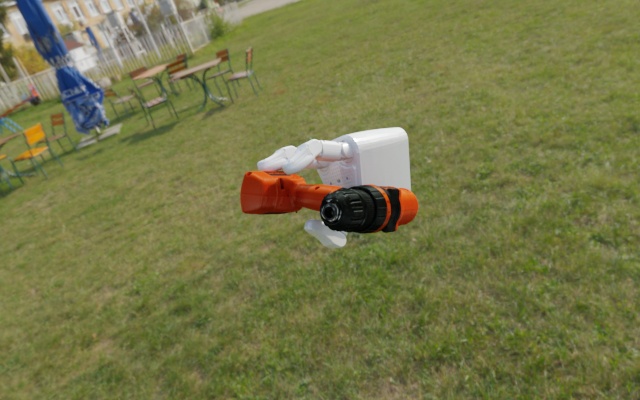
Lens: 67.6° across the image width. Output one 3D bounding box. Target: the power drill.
[{"bbox_3d":[0.000,0.002,0.555,0.187,0.057,0.184,10,5,32],"label":"power drill"}]
